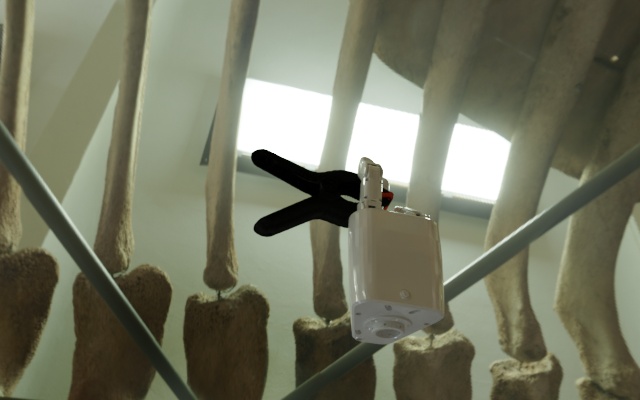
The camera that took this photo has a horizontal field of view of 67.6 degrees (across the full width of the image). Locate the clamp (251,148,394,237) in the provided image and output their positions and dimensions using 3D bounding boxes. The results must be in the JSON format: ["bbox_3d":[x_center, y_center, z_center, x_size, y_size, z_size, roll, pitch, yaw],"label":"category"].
[{"bbox_3d":[0.000,0.002,0.537,0.171,0.120,0.039,11,-37,-9],"label":"clamp"}]
